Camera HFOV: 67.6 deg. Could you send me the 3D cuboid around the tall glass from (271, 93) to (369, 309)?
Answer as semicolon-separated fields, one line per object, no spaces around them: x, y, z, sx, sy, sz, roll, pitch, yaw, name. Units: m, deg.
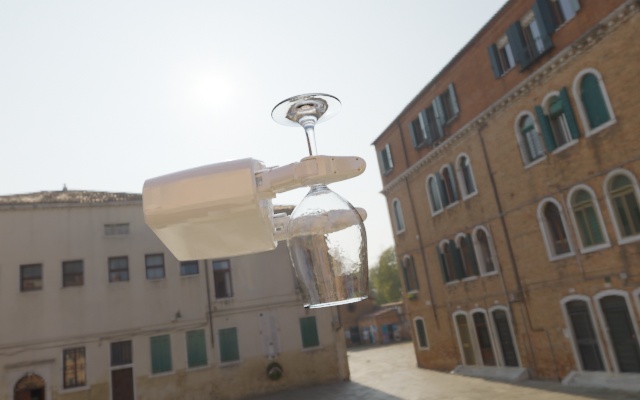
0.000;0.001;0.471;0.079;0.201;0.079;-9;-14;-2;tall glass
